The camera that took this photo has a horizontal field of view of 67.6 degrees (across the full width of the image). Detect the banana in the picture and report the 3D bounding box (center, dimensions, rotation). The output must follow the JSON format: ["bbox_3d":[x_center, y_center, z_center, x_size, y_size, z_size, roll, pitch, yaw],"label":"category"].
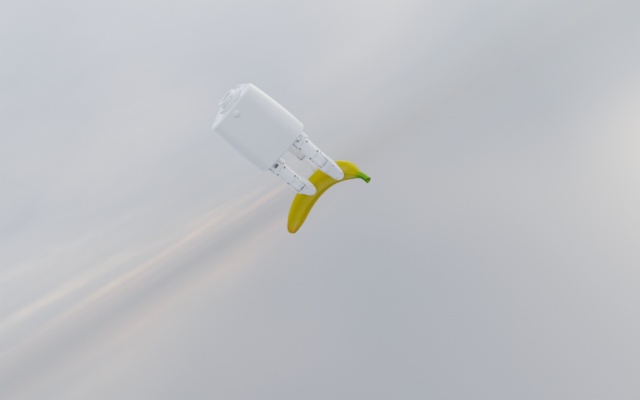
[{"bbox_3d":[-0.002,-0.015,0.824,0.037,0.069,0.198,12,-38,-43],"label":"banana"}]
